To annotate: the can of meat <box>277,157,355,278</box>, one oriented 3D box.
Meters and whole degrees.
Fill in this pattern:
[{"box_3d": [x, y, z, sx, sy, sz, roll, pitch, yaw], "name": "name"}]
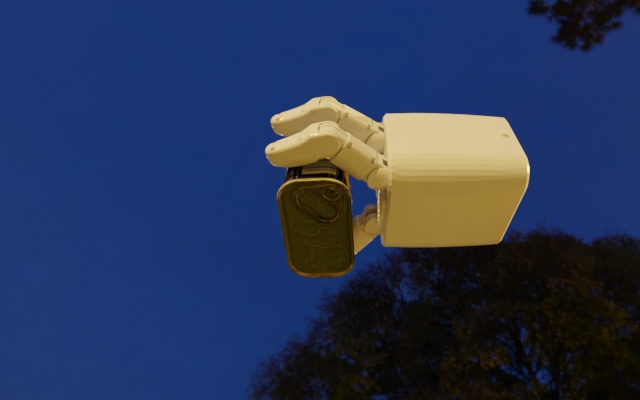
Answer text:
[{"box_3d": [0.000, 0.001, 0.415, 0.057, 0.102, 0.084, -2, 36, 6], "name": "can of meat"}]
